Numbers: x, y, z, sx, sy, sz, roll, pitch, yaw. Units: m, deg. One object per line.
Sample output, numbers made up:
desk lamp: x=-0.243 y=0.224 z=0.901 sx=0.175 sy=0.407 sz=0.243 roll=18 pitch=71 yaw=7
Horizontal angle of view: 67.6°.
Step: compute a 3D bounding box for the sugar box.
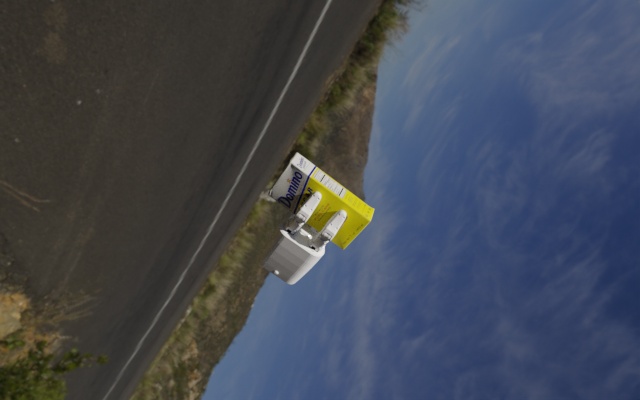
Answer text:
sugar box: x=0.000 y=0.003 z=0.865 sx=0.176 sy=0.093 sz=0.048 roll=34 pitch=36 yaw=-6
